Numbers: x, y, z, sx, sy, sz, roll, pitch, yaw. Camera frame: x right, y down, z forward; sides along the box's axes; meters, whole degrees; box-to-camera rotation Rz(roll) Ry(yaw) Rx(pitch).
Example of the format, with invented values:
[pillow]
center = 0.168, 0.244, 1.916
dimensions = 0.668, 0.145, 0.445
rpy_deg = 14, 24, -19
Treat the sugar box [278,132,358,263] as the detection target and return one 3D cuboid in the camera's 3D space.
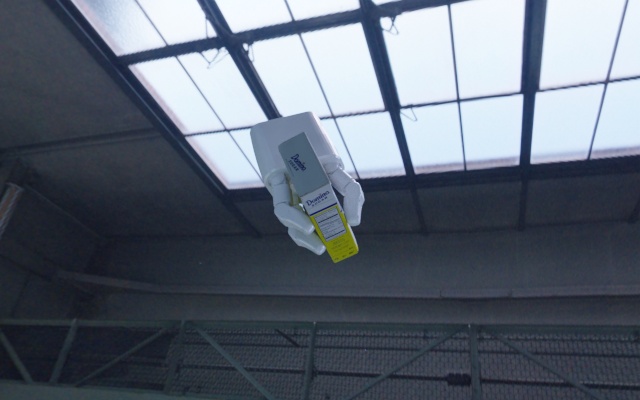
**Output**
[sugar box]
center = 0.000, 0.002, 0.631
dimensions = 0.048, 0.093, 0.176
rpy_deg = -27, -37, 2
